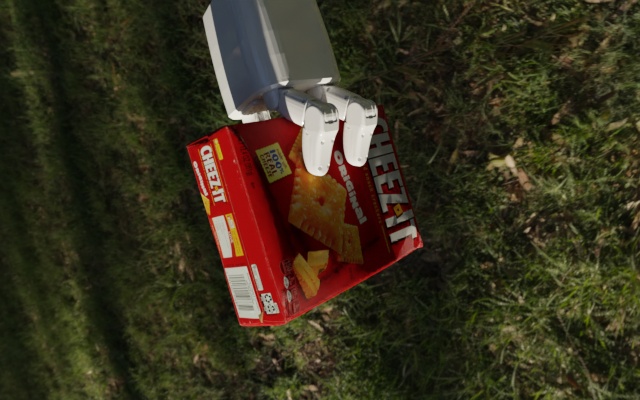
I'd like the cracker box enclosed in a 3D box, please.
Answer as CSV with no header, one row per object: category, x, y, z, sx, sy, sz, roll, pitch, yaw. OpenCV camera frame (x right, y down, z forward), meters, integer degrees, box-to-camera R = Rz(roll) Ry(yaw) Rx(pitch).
cracker box,0.000,0.002,0.458,0.072,0.164,0.213,-13,4,45
